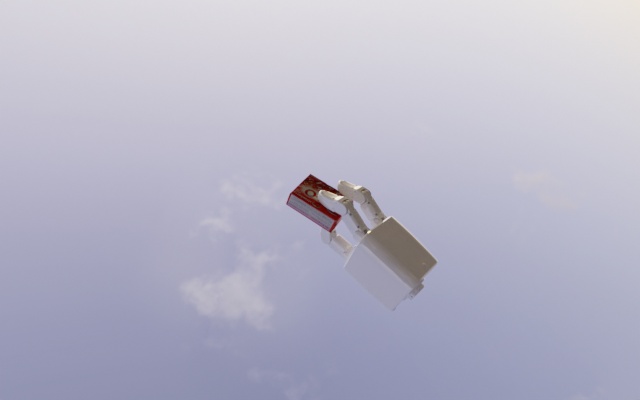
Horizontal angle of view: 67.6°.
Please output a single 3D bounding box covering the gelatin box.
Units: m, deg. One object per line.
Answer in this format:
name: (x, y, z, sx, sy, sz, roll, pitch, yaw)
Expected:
gelatin box: (0.000, 0.003, 0.778, 0.089, 0.030, 0.073, 32, 38, 8)
